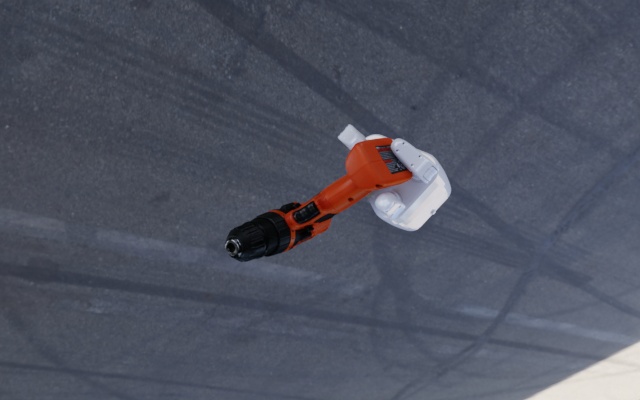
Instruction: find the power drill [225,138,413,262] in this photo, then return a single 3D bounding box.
[{"bbox_3d":[0.001,0.002,0.545,0.188,0.057,0.184,-33,-6,31],"label":"power drill"}]
